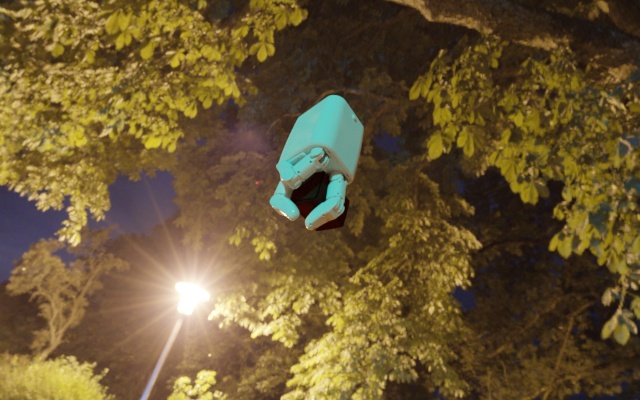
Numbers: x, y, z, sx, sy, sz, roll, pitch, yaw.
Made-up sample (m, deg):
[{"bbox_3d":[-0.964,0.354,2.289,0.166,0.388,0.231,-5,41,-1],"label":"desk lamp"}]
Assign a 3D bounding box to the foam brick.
[{"bbox_3d":[0.000,0.003,0.723,0.053,0.051,0.078,-10,-42,34],"label":"foam brick"}]
